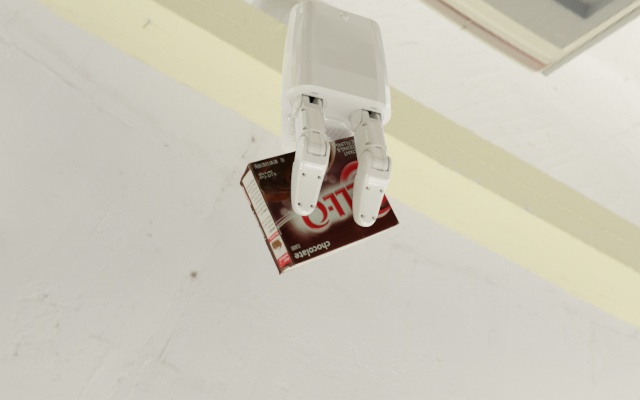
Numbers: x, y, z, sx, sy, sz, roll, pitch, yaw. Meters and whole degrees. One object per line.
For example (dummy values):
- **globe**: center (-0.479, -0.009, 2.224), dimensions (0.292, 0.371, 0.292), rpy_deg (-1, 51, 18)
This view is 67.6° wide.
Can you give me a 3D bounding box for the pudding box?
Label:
- **pudding box**: center (0.000, 0.001, 0.407), dimensions (0.113, 0.090, 0.039), rpy_deg (-19, -14, -29)
